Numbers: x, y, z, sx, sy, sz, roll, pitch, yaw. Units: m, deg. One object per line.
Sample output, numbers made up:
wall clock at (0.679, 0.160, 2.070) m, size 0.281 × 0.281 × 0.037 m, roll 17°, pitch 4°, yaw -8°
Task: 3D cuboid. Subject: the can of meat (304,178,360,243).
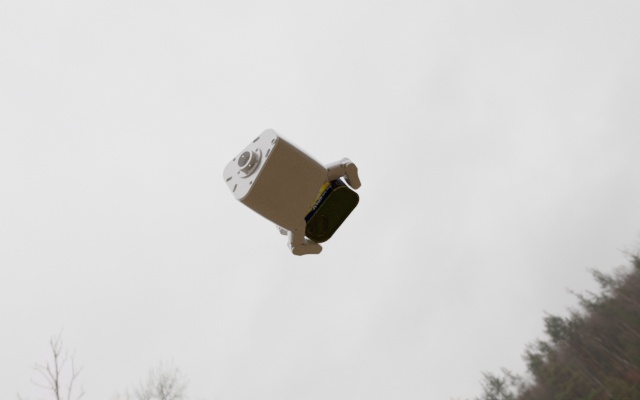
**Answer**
can of meat at (0.000, 0.002, 0.764) m, size 0.057 × 0.102 × 0.084 m, roll 30°, pitch 13°, yaw -41°
